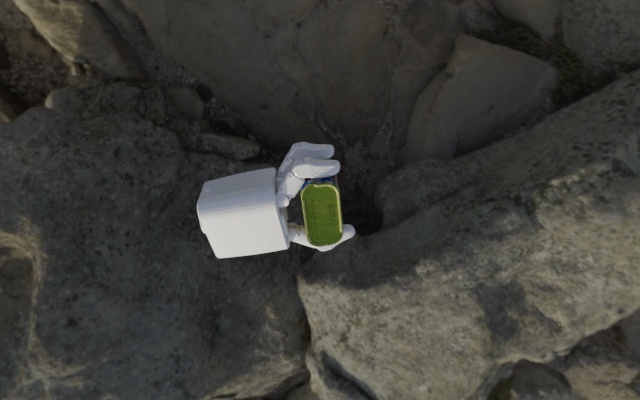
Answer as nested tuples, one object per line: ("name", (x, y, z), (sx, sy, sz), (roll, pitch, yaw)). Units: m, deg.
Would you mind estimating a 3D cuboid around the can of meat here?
("can of meat", (0.000, 0.002, 0.668), (0.057, 0.102, 0.084), (-7, 27, 0))
